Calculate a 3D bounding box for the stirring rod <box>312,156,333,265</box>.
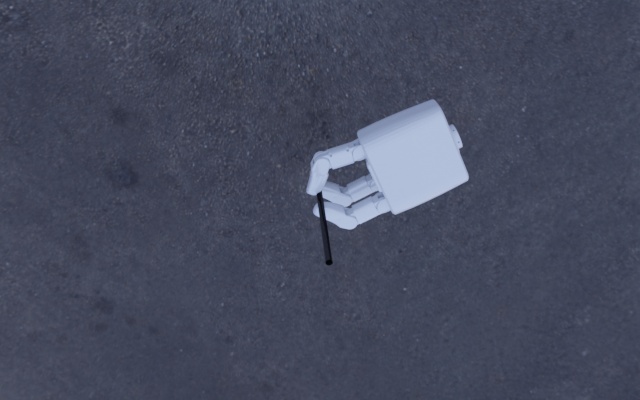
[{"bbox_3d":[0.000,0.002,0.615,0.011,0.011,0.239,0,33,-5],"label":"stirring rod"}]
